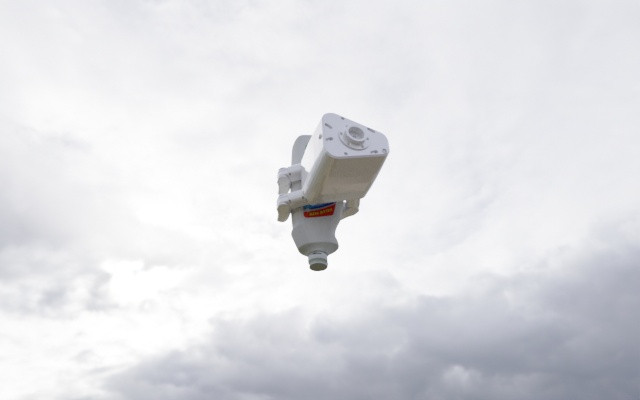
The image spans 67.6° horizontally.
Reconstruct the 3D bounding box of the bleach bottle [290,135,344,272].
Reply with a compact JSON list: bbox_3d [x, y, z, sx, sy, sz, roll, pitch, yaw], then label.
[{"bbox_3d":[0.000,0.003,0.803,0.102,0.250,0.068,8,-38,-14],"label":"bleach bottle"}]
